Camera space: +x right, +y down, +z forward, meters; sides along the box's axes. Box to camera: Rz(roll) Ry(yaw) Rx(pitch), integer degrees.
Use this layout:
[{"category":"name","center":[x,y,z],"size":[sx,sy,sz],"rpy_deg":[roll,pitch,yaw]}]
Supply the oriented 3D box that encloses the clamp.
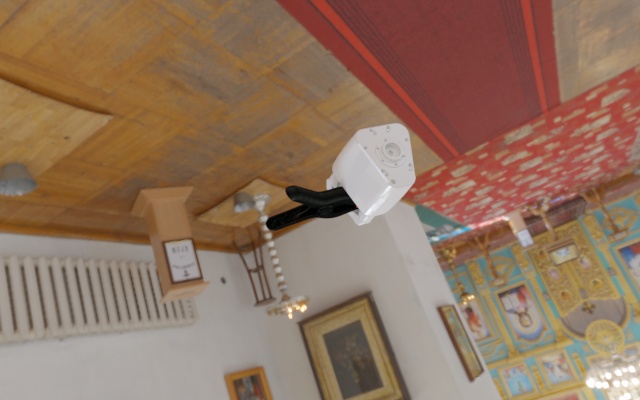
[{"category":"clamp","center":[0.000,0.003,0.780],"size":[0.171,0.039,0.120],"rpy_deg":[-13,-18,-21]}]
